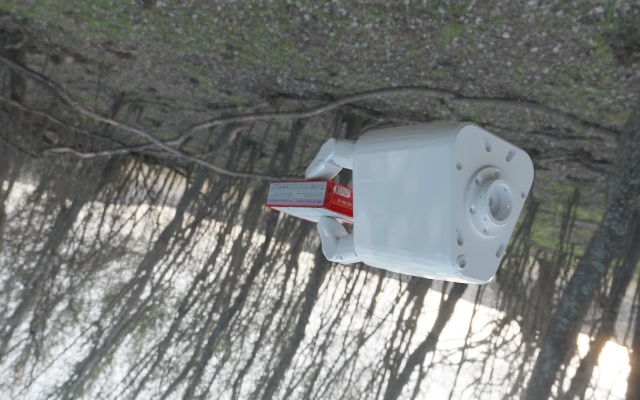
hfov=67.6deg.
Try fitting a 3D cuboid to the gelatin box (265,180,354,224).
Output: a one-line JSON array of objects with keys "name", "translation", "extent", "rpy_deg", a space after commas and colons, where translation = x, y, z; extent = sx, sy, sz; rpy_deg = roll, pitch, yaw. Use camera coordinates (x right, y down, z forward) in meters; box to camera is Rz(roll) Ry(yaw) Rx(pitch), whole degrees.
[{"name": "gelatin box", "translation": [0.000, 0.002, 0.490], "extent": [0.089, 0.030, 0.073], "rpy_deg": [-1, -15, 44]}]
